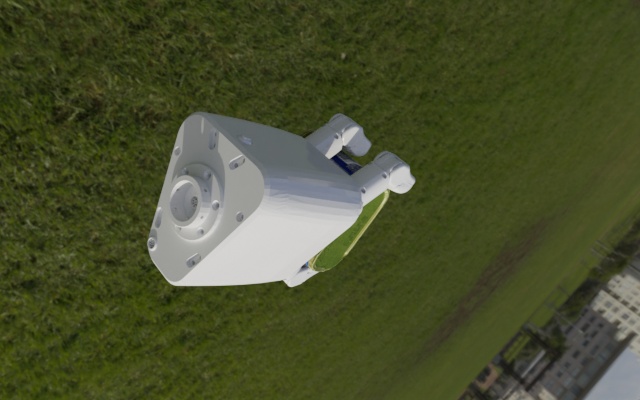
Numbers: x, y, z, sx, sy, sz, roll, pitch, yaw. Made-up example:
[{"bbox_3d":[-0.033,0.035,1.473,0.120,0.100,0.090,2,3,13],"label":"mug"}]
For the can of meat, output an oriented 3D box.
[{"bbox_3d":[0.000,0.002,0.433,0.084,0.102,0.057,42,15,29],"label":"can of meat"}]
